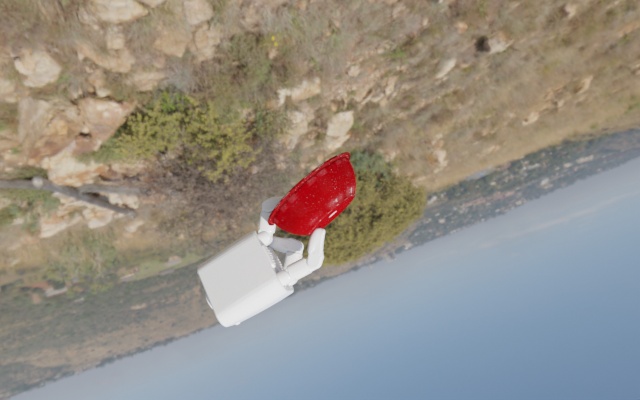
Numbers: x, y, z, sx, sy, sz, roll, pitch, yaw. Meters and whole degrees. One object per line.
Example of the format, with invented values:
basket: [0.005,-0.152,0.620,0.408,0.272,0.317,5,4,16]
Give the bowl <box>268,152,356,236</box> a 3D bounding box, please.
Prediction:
bowl: [0.001,0.002,0.711,0.162,0.055,0.162,-40,-10,-8]
